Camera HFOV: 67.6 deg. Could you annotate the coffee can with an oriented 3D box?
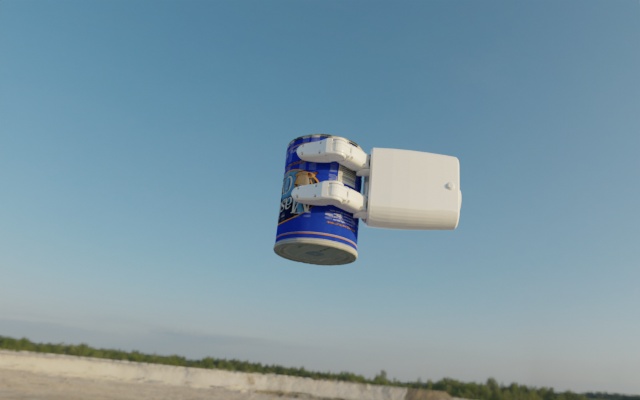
[{"bbox_3d":[0.000,0.002,0.605,0.103,0.140,0.103,5,-20,2],"label":"coffee can"}]
